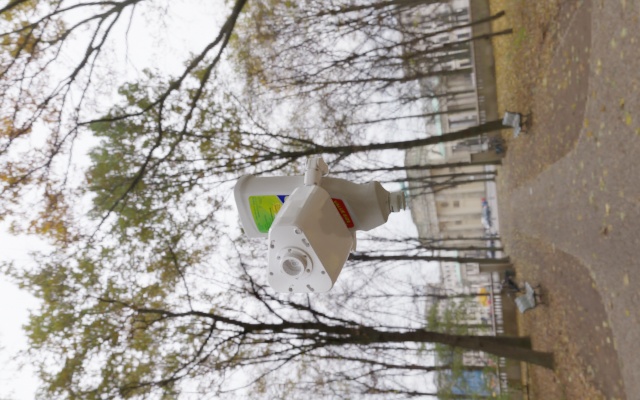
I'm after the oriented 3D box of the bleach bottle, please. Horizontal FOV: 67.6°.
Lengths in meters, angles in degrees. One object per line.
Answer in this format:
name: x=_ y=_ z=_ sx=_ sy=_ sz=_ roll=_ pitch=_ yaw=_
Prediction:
bleach bottle: x=0.000 y=0.002 z=0.721 sx=0.251 sy=0.103 sz=0.068 roll=-4 pitch=24 yaw=19
